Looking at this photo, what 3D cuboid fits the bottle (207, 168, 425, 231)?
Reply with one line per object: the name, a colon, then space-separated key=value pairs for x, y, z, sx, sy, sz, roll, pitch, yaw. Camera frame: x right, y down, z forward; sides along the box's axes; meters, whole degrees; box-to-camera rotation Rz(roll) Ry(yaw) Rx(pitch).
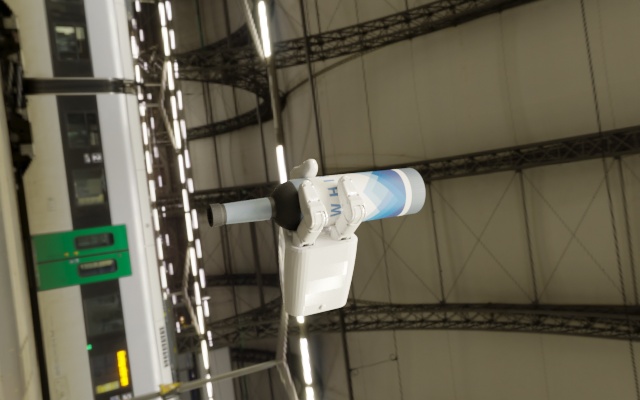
bottle: x=0.000 y=0.002 z=0.628 sx=0.295 sy=0.069 sz=0.069 roll=-7 pitch=3 yaw=-26
